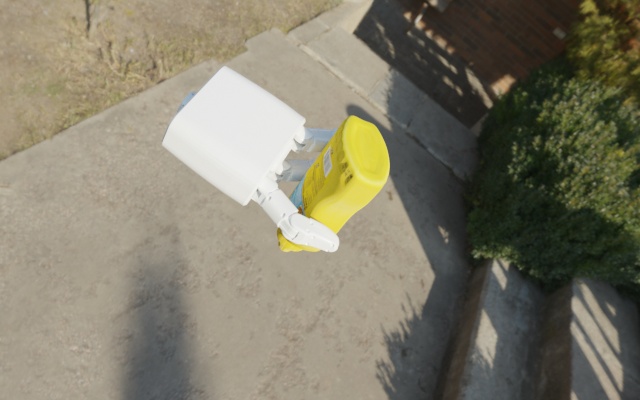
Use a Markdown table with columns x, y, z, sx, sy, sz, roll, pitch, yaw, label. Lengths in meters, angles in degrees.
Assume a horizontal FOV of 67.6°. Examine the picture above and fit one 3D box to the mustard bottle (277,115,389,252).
| x | y | z | sx | sy | sz | roll | pitch | yaw | label |
| --- | --- | --- | --- | --- | --- | --- | --- | --- | --- |
| 0.001 | 0.002 | 0.535 | 0.058 | 0.096 | 0.192 | 18 | -44 | -24 | mustard bottle |
